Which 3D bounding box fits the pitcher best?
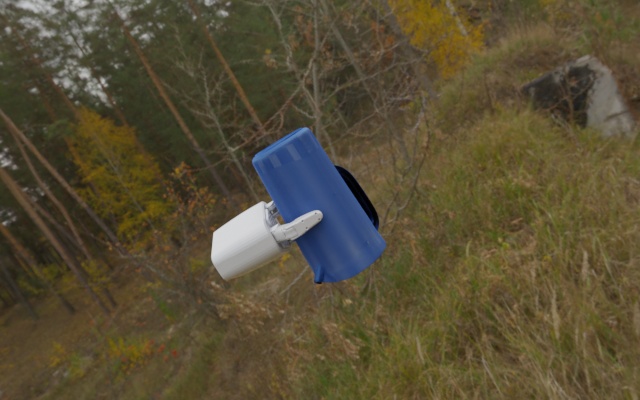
[{"bbox_3d":[0.000,0.003,0.792,0.145,0.243,0.149,-30,11,5],"label":"pitcher"}]
